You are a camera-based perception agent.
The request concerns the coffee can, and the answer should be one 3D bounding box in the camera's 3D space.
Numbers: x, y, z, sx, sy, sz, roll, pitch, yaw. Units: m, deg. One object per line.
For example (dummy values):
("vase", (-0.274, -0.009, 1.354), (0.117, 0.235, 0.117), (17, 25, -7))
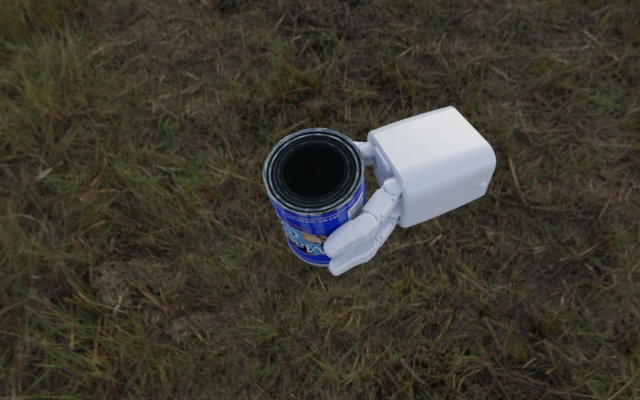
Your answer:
("coffee can", (0.000, 0.002, 0.535), (0.103, 0.102, 0.140), (0, -28, 7))
